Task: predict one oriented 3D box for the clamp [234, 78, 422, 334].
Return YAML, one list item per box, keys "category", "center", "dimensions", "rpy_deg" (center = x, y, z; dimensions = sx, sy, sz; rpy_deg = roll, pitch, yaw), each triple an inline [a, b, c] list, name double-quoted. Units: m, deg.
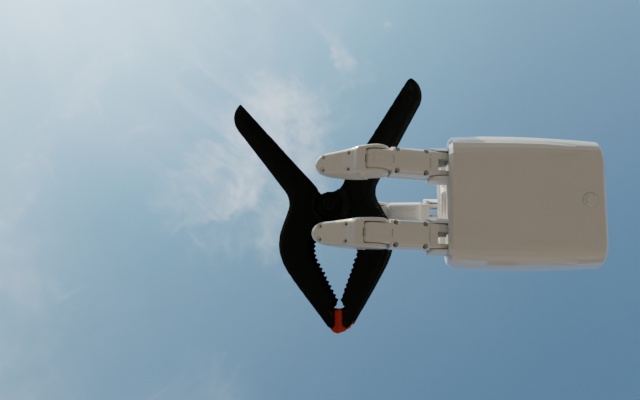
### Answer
- category: "clamp"
  center: [0.000, 0.002, 0.403]
  dimensions: [0.164, 0.210, 0.036]
  rpy_deg: [0, -9, 13]
